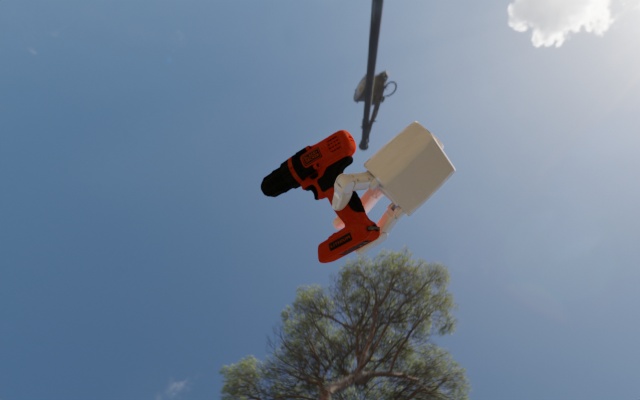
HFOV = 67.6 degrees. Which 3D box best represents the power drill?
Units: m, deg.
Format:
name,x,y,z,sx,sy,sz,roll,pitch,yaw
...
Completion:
name,x,y,z,sx,sy,sz,roll,pitch,yaw
power drill,0.001,0.003,0.776,0.184,0.187,0.057,-30,-15,24
